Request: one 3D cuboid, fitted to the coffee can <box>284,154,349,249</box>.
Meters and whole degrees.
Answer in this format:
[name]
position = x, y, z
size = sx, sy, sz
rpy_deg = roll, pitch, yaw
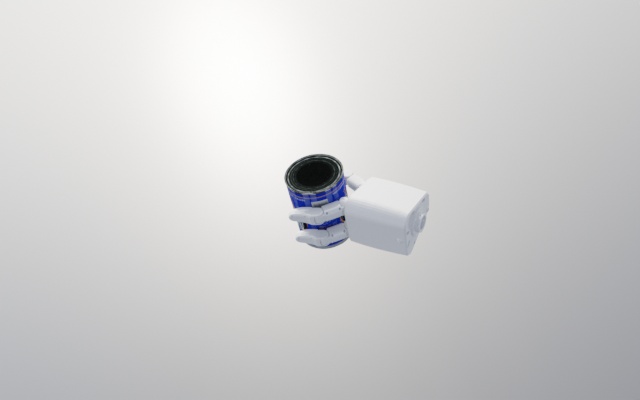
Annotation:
[coffee can]
position = 0.000, 0.003, 0.850
size = 0.103, 0.140, 0.102
rpy_deg = -7, 44, 7
